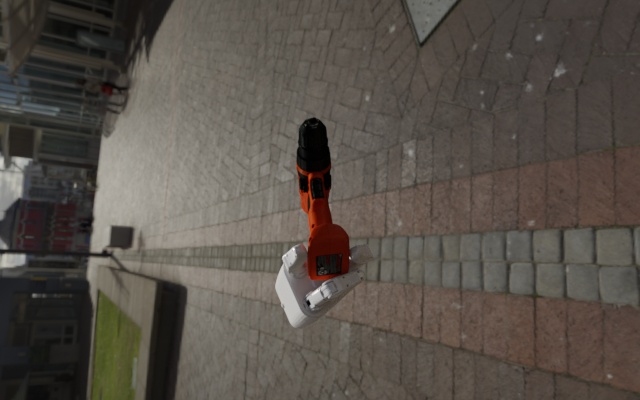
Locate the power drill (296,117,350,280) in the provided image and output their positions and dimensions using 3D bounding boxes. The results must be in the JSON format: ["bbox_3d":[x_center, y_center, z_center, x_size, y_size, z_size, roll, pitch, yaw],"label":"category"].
[{"bbox_3d":[0.000,0.003,0.676,0.057,0.187,0.185,-6,-42,-2],"label":"power drill"}]
